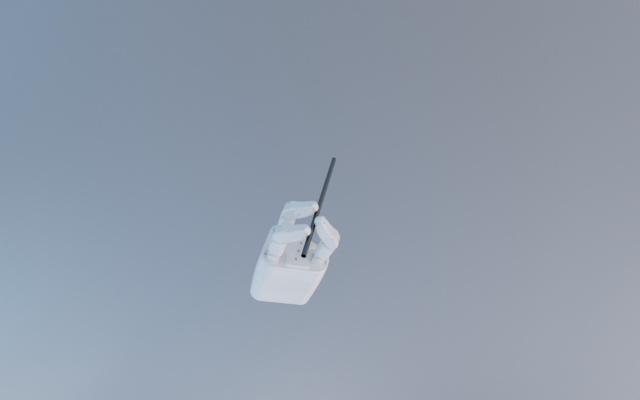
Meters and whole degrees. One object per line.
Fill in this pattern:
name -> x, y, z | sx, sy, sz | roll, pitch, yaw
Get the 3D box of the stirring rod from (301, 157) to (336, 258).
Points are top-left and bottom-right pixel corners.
stirring rod -> 0.000, 0.003, 0.771 | 0.011, 0.011, 0.239 | 0, 40, 15
